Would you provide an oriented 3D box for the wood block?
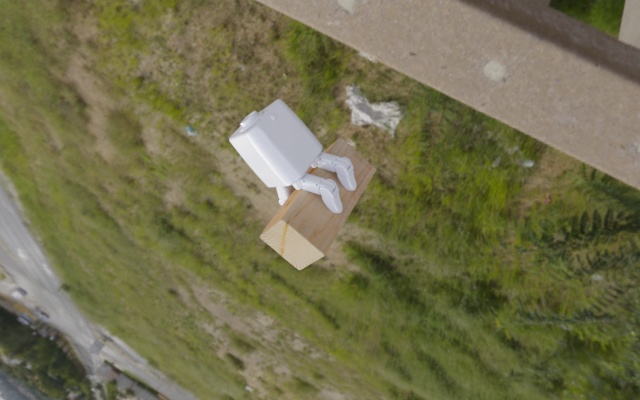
[{"bbox_3d":[0.000,0.003,0.808,0.090,0.206,0.091,41,-36,-9],"label":"wood block"}]
